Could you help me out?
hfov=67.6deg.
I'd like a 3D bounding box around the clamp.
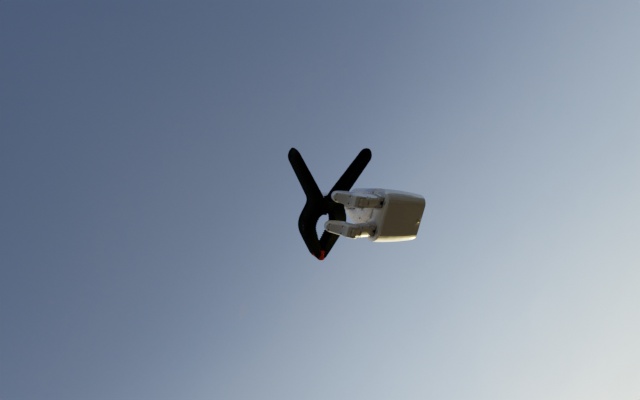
[{"bbox_3d":[0.000,0.003,0.827,0.164,0.210,0.036,4,16,-34],"label":"clamp"}]
